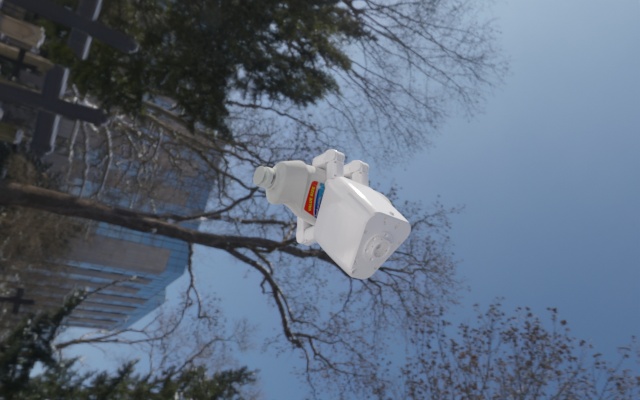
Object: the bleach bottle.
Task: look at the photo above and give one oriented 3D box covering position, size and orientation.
[{"bbox_3d":[0.000,0.002,0.769,0.251,0.102,0.068,19,18,-38],"label":"bleach bottle"}]
